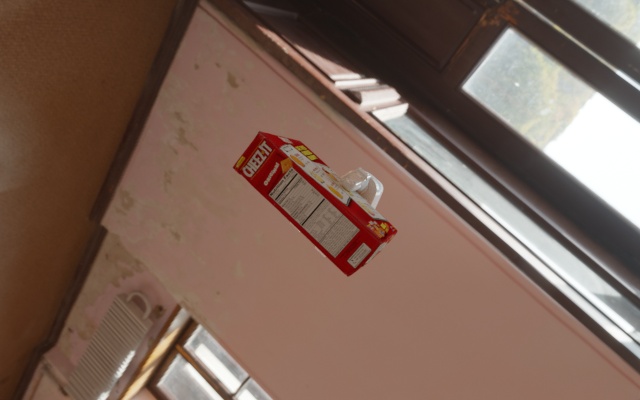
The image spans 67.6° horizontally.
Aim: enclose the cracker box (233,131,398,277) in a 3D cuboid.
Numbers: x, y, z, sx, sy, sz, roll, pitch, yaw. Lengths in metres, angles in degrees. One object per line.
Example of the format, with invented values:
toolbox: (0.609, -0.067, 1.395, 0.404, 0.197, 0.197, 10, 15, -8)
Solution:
cracker box: (0.000, 0.002, 0.673, 0.213, 0.072, 0.164, 42, 12, 11)
